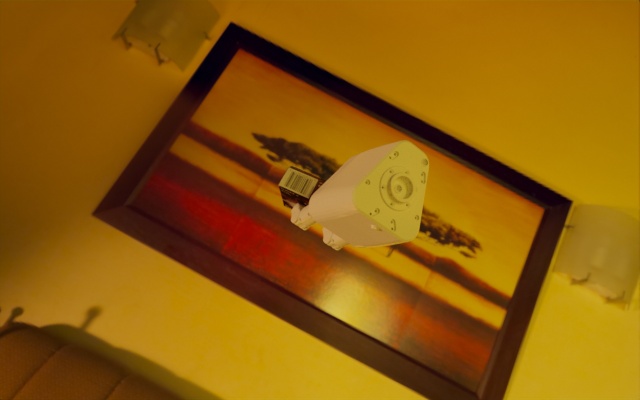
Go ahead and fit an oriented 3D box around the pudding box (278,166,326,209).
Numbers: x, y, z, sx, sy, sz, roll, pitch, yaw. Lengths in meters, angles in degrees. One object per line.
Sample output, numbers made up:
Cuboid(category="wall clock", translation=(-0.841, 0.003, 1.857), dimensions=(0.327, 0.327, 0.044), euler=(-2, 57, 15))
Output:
Cuboid(category="pudding box", translation=(0.000, 0.002, 0.678), dimensions=(0.113, 0.039, 0.090), euler=(26, -17, 9))
